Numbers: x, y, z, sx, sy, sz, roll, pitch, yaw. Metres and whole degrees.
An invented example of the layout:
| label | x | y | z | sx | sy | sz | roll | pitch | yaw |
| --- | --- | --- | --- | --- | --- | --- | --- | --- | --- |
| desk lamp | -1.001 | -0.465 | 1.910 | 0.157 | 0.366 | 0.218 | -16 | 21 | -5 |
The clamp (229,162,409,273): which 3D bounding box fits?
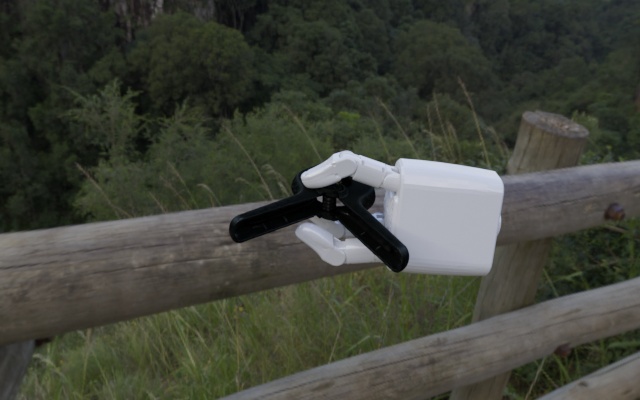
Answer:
| label | x | y | z | sx | sy | sz | roll | pitch | yaw |
| --- | --- | --- | --- | --- | --- | --- | --- | --- | --- |
| clamp | 0.000 | 0.001 | 0.507 | 0.164 | 0.036 | 0.210 | 8 | 26 | -2 |
